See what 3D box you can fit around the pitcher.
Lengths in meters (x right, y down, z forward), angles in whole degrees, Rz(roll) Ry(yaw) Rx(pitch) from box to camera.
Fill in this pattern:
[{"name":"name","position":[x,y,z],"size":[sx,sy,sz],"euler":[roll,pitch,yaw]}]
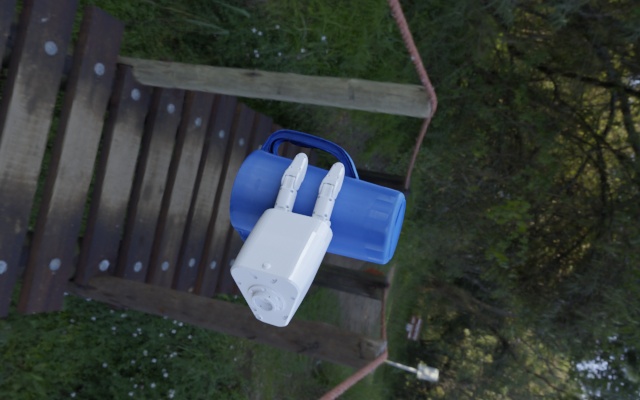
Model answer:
[{"name":"pitcher","position":[0.000,0.003,0.715],"size":[0.243,0.149,0.145],"euler":[14,44,15]}]
